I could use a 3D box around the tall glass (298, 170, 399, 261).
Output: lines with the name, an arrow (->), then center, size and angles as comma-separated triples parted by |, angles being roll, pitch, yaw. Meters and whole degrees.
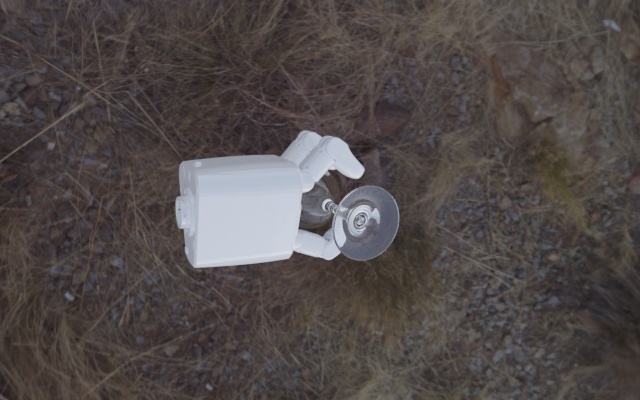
tall glass -> 0.001, 0.002, 0.541 | 0.079, 0.079, 0.201 | 0, 12, -27
